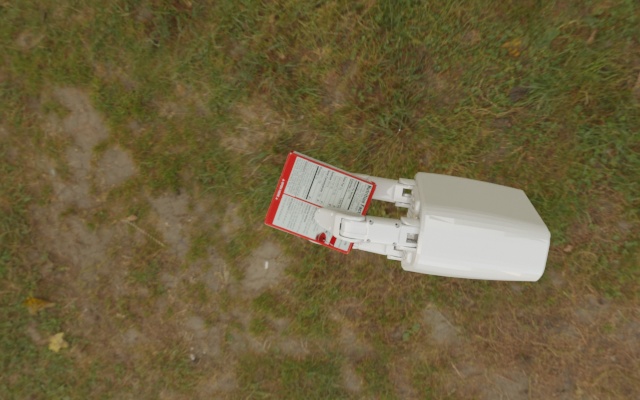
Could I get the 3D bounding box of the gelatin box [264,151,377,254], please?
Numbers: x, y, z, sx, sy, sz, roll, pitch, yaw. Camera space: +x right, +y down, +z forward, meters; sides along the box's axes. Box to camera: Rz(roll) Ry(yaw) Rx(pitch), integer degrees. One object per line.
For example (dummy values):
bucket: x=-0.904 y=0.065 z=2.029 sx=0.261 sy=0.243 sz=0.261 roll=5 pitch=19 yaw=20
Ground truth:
gelatin box: x=0.000 y=0.001 z=0.459 sx=0.089 sy=0.073 sz=0.030 roll=20 pitch=9 yaw=-3
